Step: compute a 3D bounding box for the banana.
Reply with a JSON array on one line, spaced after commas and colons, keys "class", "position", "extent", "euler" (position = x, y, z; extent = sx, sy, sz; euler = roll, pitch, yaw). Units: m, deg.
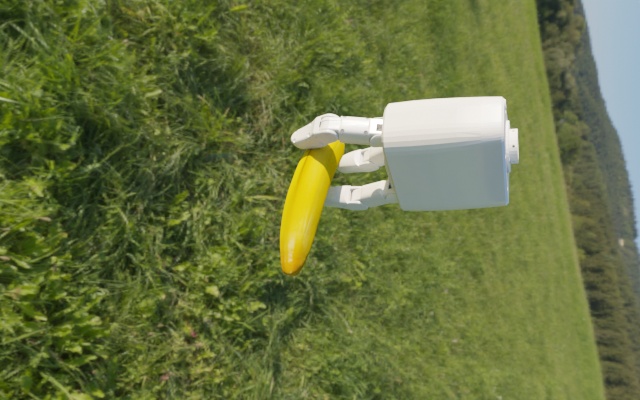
[{"class": "banana", "position": [-0.004, -0.015, 0.493], "extent": [0.037, 0.070, 0.197], "euler": [0, 40, 22]}]
